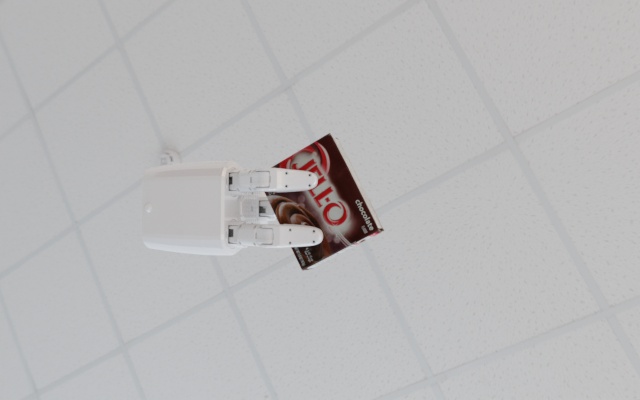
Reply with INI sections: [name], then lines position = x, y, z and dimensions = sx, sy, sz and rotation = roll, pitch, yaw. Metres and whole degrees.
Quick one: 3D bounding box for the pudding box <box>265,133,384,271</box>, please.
[pudding box]
position = 0.000, 0.002, 0.491
dimensions = 0.090, 0.113, 0.039
rotation = -29, -9, 15
